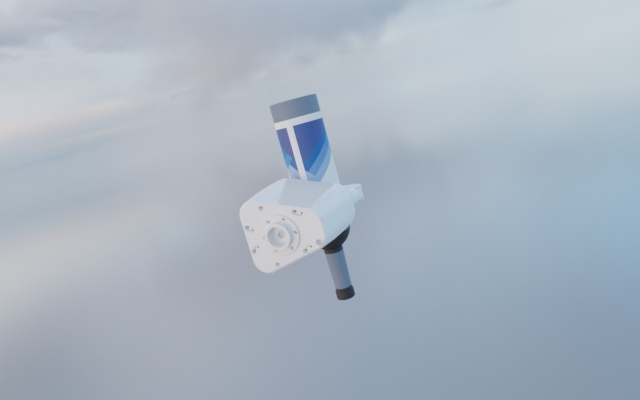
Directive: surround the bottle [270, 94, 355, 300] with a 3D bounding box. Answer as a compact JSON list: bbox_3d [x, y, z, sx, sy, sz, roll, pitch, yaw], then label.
[{"bbox_3d":[0.000,0.002,0.679,0.069,0.296,0.069,-15,11,3],"label":"bottle"}]
